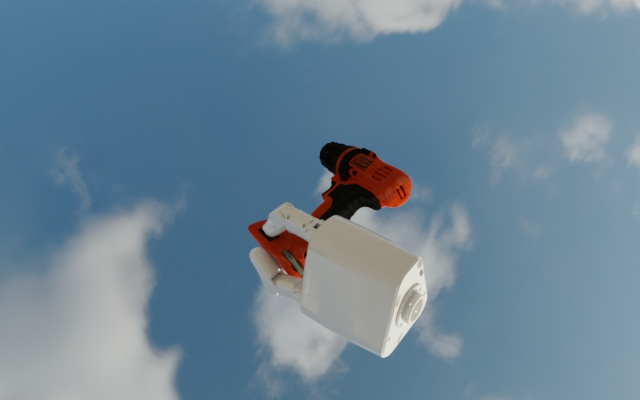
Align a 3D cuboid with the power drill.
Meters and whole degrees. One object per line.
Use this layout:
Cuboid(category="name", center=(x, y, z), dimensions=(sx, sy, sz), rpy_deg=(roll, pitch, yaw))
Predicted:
Cuboid(category="power drill", center=(0.000, 0.002, 0.614), dimensions=(0.187, 0.057, 0.184), rpy_deg=(-42, 32, -9))
